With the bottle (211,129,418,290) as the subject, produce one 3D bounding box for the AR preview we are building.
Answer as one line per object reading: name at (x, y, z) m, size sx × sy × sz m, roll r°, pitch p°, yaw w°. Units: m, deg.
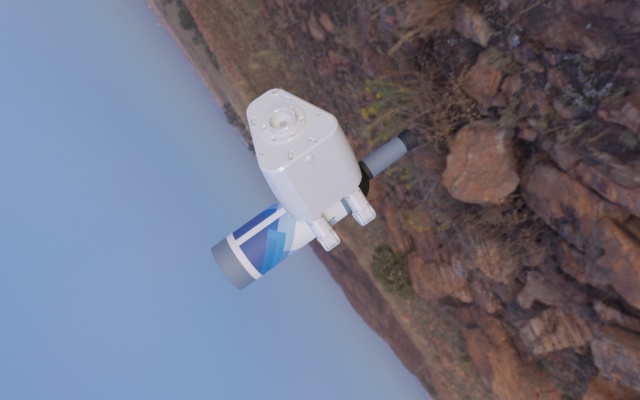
bottle at (0.000, 0.002, 0.616) m, size 0.295 × 0.069 × 0.069 m, roll -35°, pitch 2°, yaw -4°
